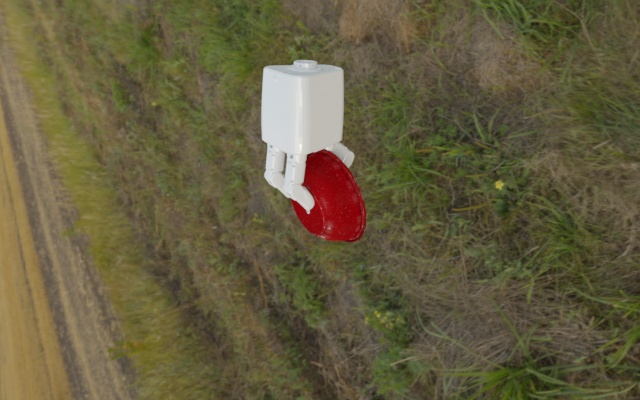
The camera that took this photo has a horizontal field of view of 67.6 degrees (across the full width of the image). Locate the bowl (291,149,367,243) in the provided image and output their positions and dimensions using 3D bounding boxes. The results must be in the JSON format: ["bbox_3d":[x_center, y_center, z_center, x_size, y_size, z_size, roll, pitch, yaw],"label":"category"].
[{"bbox_3d":[0.000,0.004,0.750,0.055,0.162,0.162,-25,12,-27],"label":"bowl"}]
